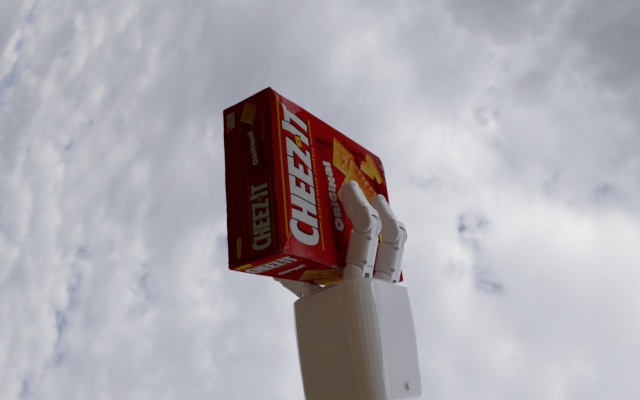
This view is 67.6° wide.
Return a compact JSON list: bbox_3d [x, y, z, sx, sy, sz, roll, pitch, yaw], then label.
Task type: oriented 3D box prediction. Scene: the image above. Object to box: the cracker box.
[{"bbox_3d":[0.000,0.002,0.504,0.072,0.164,0.214,-21,-26,30],"label":"cracker box"}]
